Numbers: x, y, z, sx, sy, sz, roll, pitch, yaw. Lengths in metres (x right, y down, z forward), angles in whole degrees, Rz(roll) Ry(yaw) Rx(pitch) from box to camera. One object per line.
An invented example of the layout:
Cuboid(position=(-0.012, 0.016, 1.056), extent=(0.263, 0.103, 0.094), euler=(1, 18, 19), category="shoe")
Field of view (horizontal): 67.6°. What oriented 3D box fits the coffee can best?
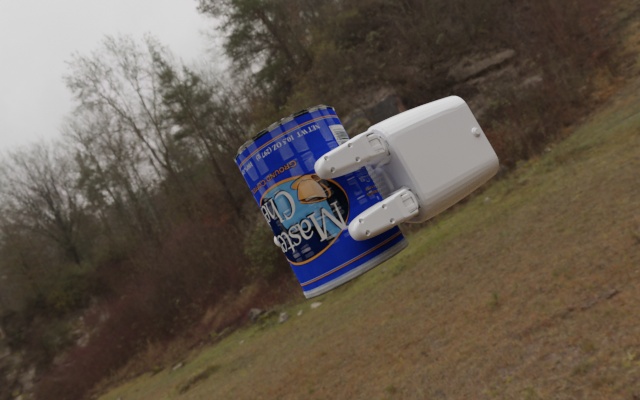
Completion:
Cuboid(position=(0.000, 0.002, 0.428), extent=(0.103, 0.140, 0.103), euler=(-28, -4, -2), category="coffee can")
